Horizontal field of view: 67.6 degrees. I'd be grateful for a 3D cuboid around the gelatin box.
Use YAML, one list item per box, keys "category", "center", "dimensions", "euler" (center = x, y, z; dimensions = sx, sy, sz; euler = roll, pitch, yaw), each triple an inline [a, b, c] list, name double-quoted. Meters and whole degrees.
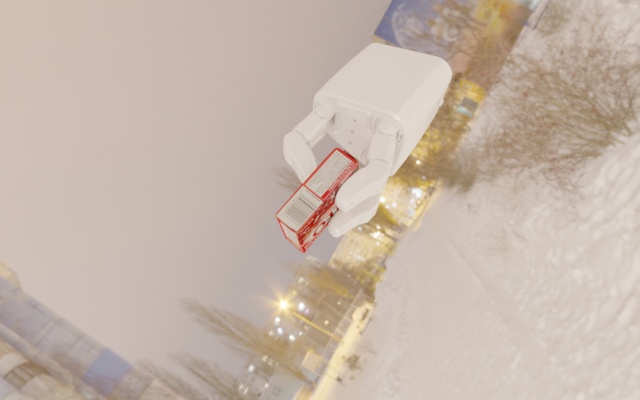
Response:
- category: "gelatin box"
  center: [-0.001, 0.001, 0.456]
  dimensions: [0.030, 0.089, 0.073]
  euler: [38, -14, 14]
